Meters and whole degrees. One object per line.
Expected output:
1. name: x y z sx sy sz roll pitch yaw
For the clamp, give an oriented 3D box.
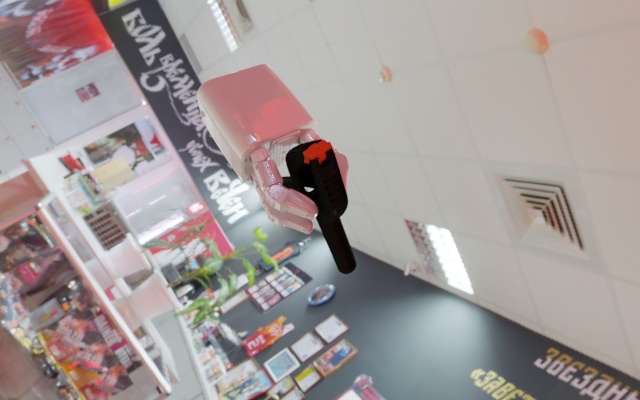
1. clamp: 0.001 0.001 0.563 0.036 0.164 0.210 -35 -13 -17
